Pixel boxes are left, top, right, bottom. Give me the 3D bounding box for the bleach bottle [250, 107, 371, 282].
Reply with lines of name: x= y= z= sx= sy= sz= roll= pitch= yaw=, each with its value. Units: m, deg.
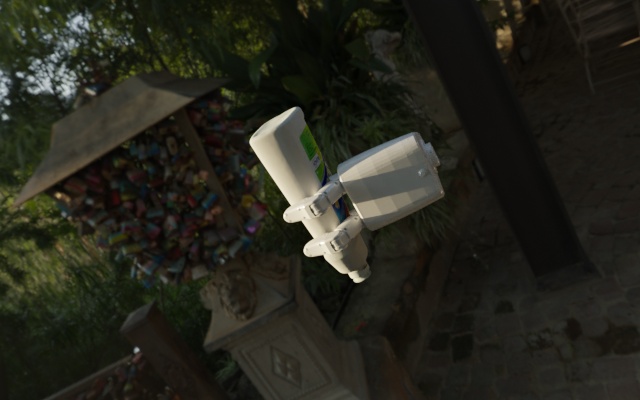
bleach bottle: x=0.000 y=0.002 z=0.656 sx=0.068 sy=0.251 sz=0.102 roll=-25 pitch=18 yaw=18
